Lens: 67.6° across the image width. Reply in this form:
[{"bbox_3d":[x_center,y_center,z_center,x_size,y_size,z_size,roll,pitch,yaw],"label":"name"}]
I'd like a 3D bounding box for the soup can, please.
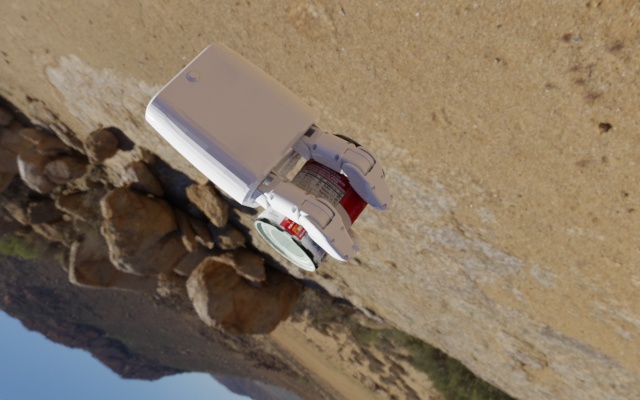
[{"bbox_3d":[0.000,0.002,0.414,0.068,0.102,0.068,34,-20,14],"label":"soup can"}]
